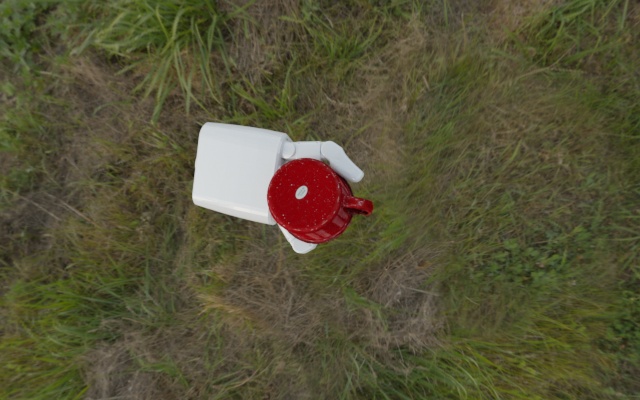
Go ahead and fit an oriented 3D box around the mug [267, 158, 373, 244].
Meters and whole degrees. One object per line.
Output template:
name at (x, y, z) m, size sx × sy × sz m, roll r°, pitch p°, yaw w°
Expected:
mug at (0.001, 0.002, 0.530) m, size 0.117 × 0.093 × 0.081 m, roll 9°, pitch -7°, yaw 11°
